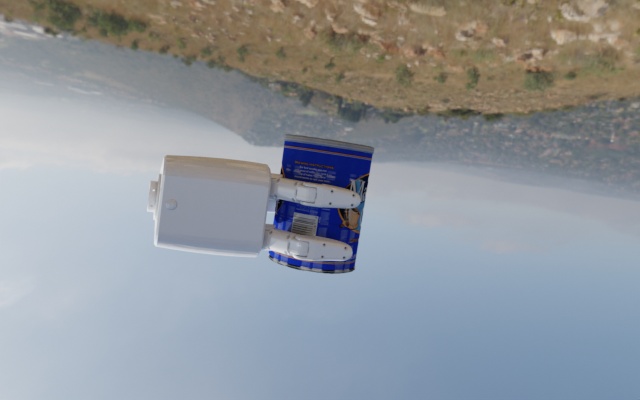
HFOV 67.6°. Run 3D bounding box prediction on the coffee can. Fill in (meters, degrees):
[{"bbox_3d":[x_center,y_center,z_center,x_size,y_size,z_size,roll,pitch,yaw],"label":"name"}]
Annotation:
[{"bbox_3d":[0.000,0.002,0.545,0.103,0.140,0.103,8,5,-1],"label":"coffee can"}]
